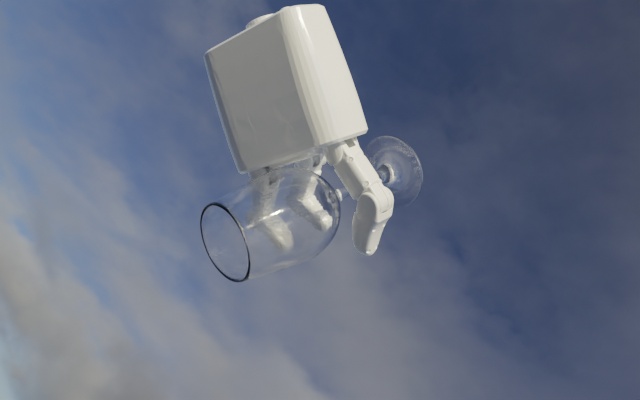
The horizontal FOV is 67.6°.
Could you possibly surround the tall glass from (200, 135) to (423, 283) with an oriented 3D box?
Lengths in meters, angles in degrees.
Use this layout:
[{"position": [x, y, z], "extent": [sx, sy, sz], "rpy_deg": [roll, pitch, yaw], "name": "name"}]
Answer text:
[{"position": [0.001, 0.001, 0.408], "extent": [0.201, 0.079, 0.079], "rpy_deg": [-24, 16, -40], "name": "tall glass"}]
